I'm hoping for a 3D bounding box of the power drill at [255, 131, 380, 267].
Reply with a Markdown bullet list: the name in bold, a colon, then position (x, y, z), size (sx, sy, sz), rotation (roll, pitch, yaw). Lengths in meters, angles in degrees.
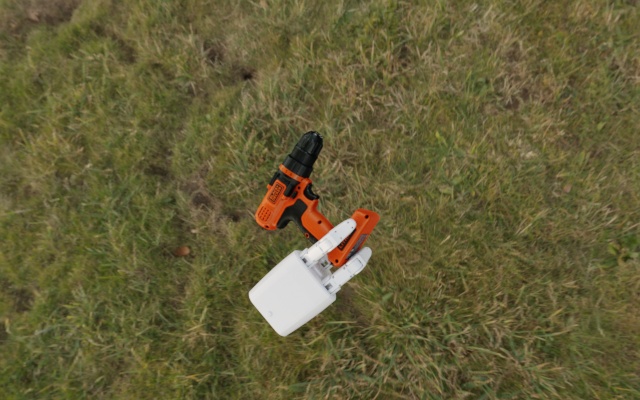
- **power drill**: position (0.000, 0.003, 0.776), size (0.187, 0.184, 0.057), rotation (36, 15, 23)
